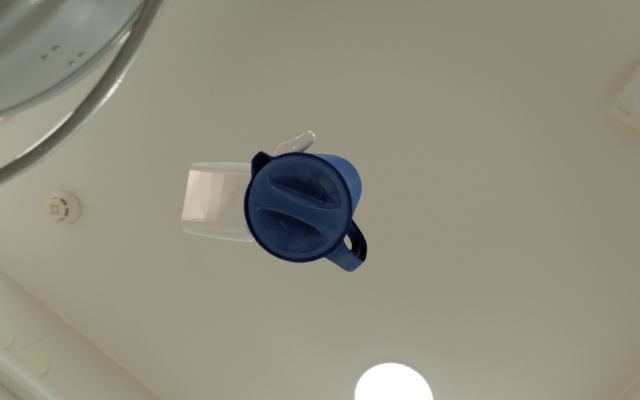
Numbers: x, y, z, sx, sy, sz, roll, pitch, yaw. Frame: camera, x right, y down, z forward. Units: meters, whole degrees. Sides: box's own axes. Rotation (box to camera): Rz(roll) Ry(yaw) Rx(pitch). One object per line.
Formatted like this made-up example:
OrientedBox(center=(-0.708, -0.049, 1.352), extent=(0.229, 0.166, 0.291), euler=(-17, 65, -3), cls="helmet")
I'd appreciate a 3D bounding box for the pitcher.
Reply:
OrientedBox(center=(0.000, 0.002, 0.674), extent=(0.145, 0.149, 0.243), euler=(3, 8, 11), cls="pitcher")
